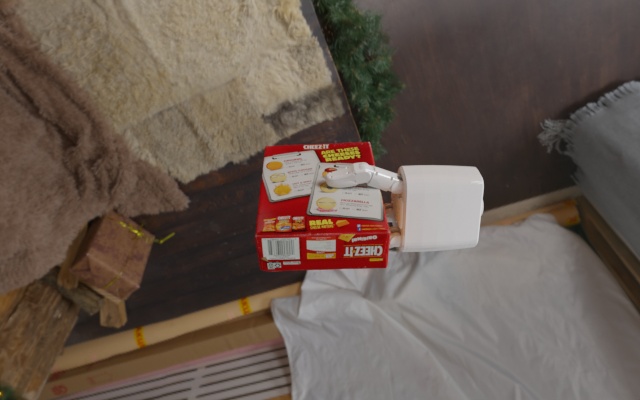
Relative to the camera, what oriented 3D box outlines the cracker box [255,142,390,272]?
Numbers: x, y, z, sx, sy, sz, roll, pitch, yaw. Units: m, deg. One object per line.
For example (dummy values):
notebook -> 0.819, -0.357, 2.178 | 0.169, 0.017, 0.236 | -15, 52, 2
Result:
cracker box -> 0.000, 0.002, 0.667 | 0.164, 0.072, 0.213 | -2, 37, -1
